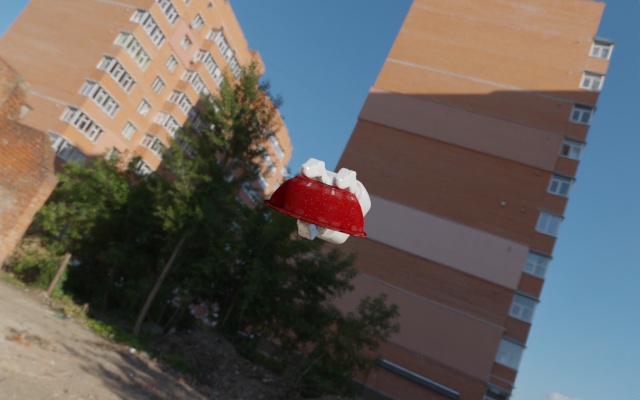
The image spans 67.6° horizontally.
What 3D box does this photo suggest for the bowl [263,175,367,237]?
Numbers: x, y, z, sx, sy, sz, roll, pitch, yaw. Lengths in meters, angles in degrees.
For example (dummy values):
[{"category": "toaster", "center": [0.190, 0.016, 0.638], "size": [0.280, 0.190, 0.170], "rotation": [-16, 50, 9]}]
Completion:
[{"category": "bowl", "center": [0.000, 0.002, 0.706], "size": [0.162, 0.055, 0.162], "rotation": [18, 4, -1]}]
